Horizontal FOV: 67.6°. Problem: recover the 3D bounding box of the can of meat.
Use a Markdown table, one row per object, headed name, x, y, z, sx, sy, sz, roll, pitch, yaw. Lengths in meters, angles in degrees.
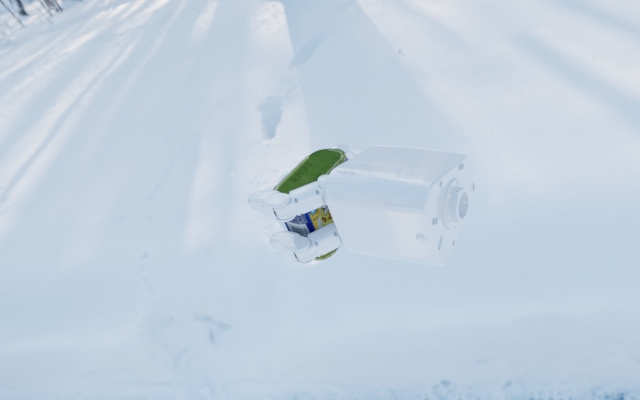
| name | x | y | z | sx | sy | sz | roll | pitch | yaw |
| --- | --- | --- | --- | --- | --- | --- | --- | --- | --- |
| can of meat | 0.000 | 0.001 | 0.539 | 0.057 | 0.084 | 0.102 | 11 | 47 | 39 |
